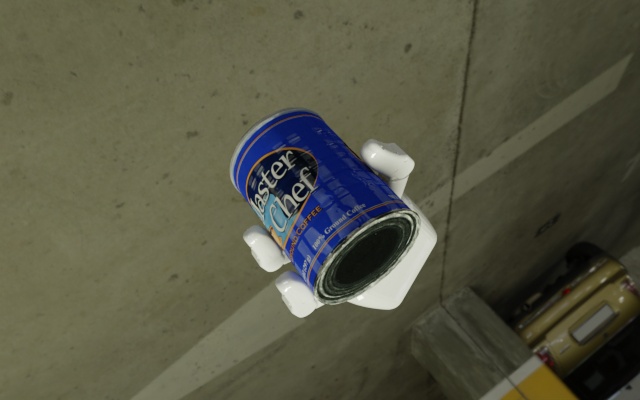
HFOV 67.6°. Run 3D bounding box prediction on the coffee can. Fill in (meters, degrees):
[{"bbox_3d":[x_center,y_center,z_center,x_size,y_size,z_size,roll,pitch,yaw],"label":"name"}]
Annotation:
[{"bbox_3d":[0.000,0.001,0.407,0.103,0.103,0.140,0,40,-46],"label":"coffee can"}]
